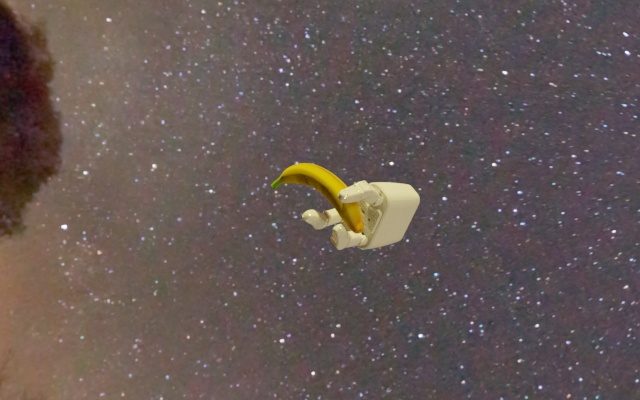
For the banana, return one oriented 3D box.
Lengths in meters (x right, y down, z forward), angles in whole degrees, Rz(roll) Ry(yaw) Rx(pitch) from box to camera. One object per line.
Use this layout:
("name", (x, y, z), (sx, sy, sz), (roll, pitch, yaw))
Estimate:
("banana", (0.003, -0.016, 0.785), (0.197, 0.070, 0.037), (28, 17, 34))
